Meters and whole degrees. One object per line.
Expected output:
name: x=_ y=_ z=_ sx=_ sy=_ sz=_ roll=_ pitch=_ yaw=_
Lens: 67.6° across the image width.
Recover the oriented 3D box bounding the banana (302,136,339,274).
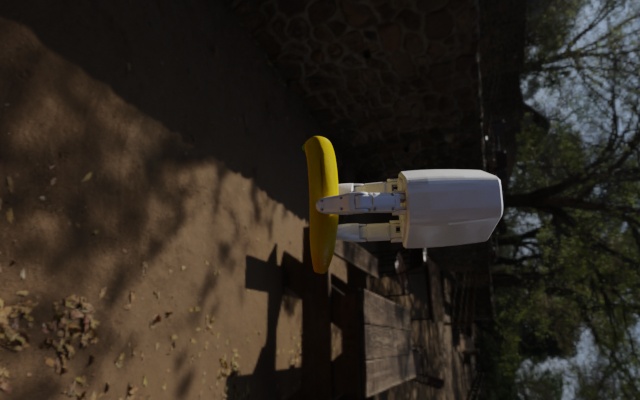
banana: x=0.002 y=-0.011 z=0.591 sx=0.037 sy=0.197 sz=0.070 roll=0 pitch=-33 yaw=-7
